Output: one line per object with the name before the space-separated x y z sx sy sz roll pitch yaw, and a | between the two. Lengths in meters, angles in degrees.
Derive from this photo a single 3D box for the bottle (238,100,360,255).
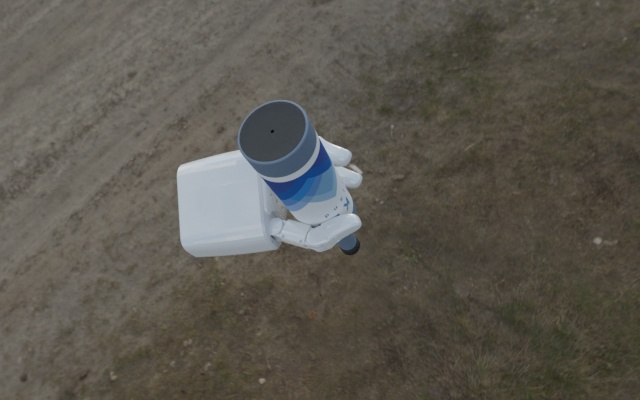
bottle | 0.000 0.002 0.540 0.069 0.069 0.296 0 -25 18
